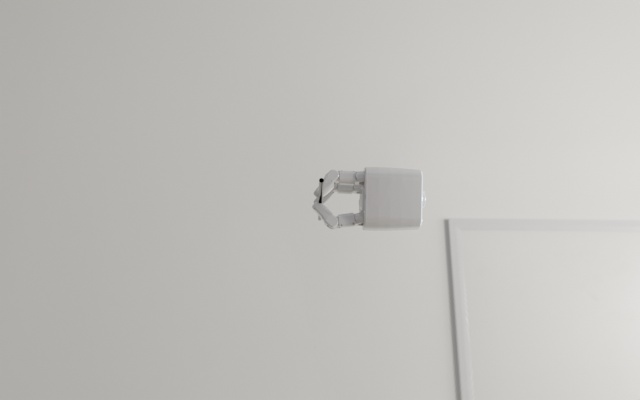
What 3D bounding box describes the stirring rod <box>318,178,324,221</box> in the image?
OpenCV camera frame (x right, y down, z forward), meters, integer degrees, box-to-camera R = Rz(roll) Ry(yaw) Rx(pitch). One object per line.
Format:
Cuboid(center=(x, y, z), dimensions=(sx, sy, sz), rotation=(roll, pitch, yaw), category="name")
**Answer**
Cuboid(center=(0.000, 0.003, 0.881), dimensions=(0.011, 0.011, 0.240), rotation=(0, -17, -1), category="stirring rod")
